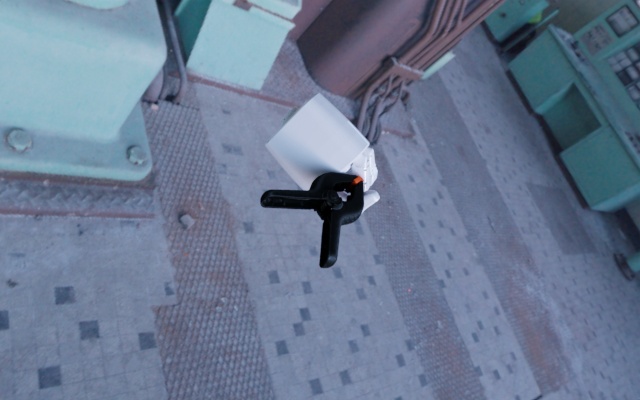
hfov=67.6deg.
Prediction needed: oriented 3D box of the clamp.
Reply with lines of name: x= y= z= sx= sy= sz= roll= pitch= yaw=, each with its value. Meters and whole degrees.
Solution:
clamp: x=0.001 y=0.002 z=0.626 sx=0.039 sy=0.120 sz=0.171 roll=-42 pitch=5 yaw=38
